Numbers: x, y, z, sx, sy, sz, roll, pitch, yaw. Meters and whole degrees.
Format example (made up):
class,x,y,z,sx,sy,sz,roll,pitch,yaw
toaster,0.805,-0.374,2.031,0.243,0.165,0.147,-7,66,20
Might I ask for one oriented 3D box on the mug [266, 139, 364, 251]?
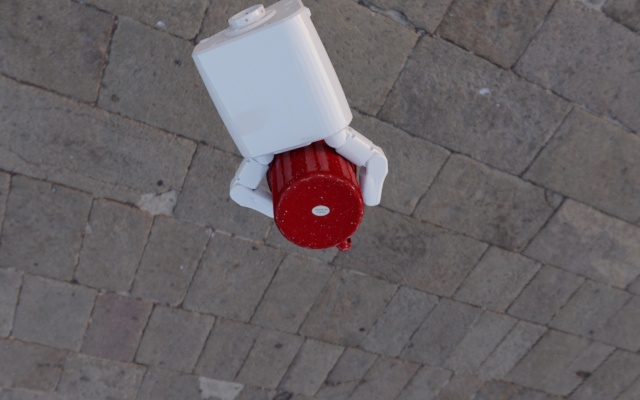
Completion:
class,x,y,z,sx,sy,sz,roll,pitch,yaw
mug,0.001,0.003,0.459,0.093,0.117,0.081,-24,30,7
